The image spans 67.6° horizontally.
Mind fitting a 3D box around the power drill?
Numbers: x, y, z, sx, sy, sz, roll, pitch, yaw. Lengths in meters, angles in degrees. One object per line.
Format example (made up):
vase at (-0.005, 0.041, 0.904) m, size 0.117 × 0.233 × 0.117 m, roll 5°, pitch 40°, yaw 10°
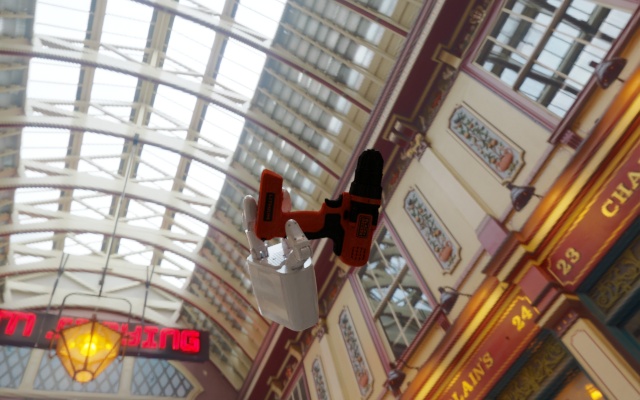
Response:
power drill at (0.000, 0.003, 0.724) m, size 0.187 × 0.184 × 0.057 m, roll 8°, pitch 4°, yaw -9°
